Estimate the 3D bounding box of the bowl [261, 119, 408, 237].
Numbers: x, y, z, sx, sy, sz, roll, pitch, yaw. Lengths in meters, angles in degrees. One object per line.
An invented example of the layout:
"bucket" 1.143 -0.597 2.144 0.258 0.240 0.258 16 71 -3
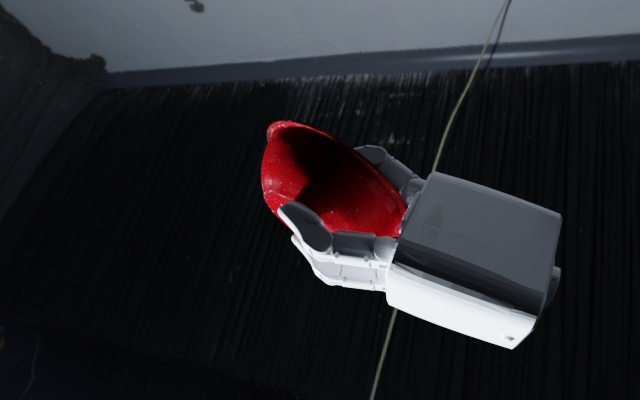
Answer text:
"bowl" -0.001 0.001 0.443 0.162 0.055 0.162 33 -18 12
